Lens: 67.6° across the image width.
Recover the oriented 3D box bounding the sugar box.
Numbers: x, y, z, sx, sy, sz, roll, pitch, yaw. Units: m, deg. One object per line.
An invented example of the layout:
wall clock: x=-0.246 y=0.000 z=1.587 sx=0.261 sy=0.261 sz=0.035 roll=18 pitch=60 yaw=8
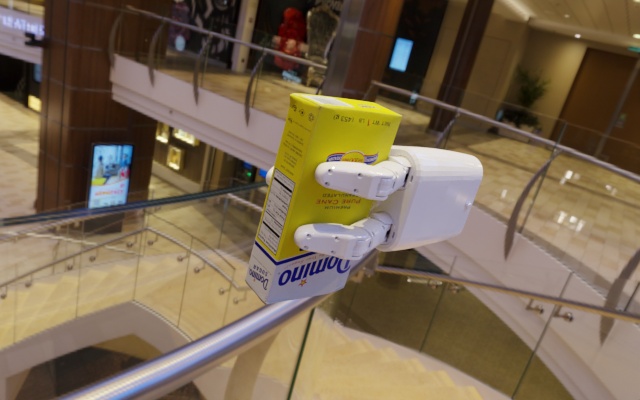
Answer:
sugar box: x=0.001 y=0.001 z=0.411 sx=0.093 sy=0.176 sz=0.048 roll=-2 pitch=25 yaw=-39
